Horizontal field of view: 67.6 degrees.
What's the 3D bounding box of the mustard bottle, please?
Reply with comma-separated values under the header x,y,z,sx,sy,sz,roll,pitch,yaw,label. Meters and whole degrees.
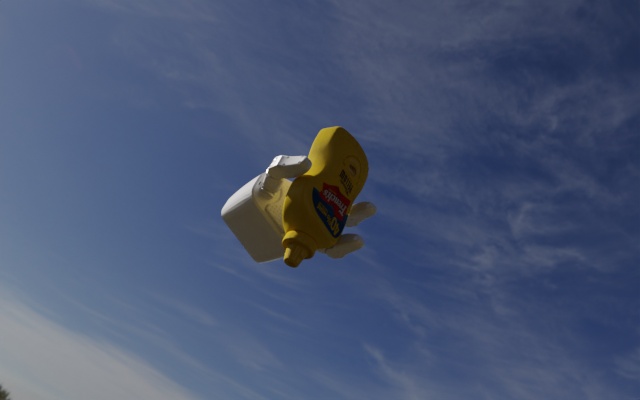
x,y,z,sx,sy,sz,roll,pitch,yaw,label
0.000,0.002,0.600,0.058,0.191,0.096,-1,-43,35,mustard bottle
